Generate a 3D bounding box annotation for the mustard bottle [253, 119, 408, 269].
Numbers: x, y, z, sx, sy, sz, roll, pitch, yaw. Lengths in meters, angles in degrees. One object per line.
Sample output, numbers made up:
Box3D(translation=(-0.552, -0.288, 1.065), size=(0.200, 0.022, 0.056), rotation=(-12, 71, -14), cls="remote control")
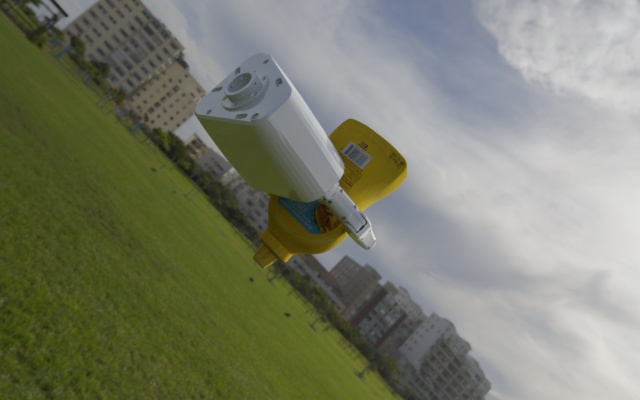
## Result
Box3D(translation=(0.000, 0.002, 0.529), size=(0.096, 0.191, 0.058), rotation=(42, -9, 22), cls="mustard bottle")
